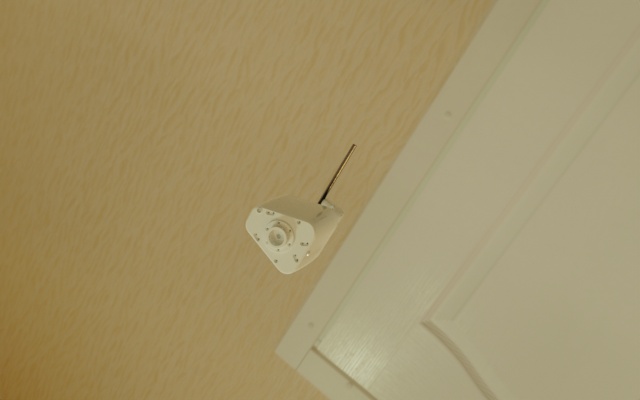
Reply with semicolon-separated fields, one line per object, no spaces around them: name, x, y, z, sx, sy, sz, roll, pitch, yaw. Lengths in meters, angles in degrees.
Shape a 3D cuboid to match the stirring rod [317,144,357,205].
stirring rod;0.000;0.003;0.861;0.011;0.239;0.011;28;17;-9
